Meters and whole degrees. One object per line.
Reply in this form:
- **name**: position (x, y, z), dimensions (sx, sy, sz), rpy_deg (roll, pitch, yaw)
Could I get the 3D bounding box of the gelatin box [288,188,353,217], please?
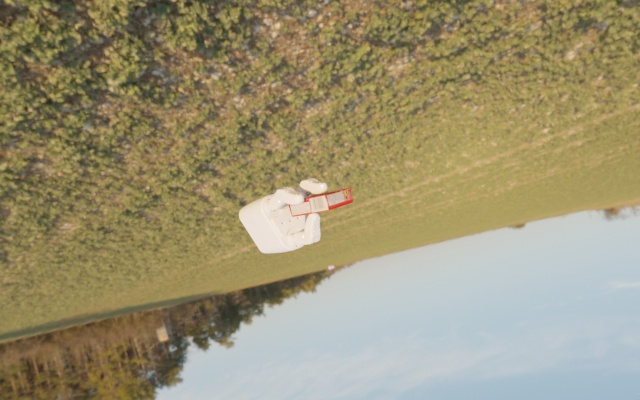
- **gelatin box**: position (0.000, 0.003, 0.833), dimensions (0.089, 0.030, 0.073), rpy_deg (-11, 3, 41)
